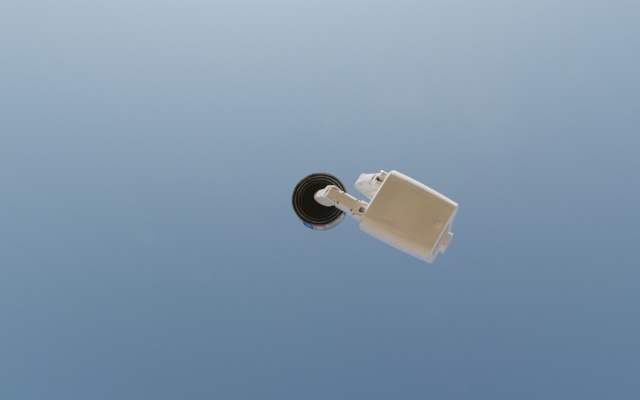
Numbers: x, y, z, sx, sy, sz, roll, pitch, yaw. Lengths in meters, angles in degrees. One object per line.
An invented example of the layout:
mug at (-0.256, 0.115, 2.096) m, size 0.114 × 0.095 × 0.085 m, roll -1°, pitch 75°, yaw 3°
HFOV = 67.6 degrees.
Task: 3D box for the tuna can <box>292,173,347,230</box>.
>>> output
tuna can at (0.000, 0.003, 0.742) m, size 0.086 × 0.086 × 0.034 m, roll 0°, pitch -20°, yaw 7°
